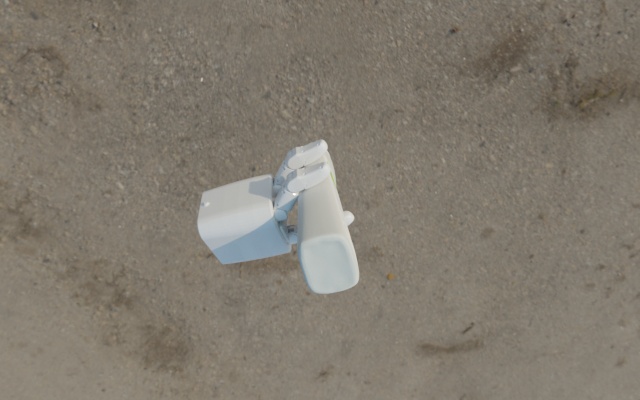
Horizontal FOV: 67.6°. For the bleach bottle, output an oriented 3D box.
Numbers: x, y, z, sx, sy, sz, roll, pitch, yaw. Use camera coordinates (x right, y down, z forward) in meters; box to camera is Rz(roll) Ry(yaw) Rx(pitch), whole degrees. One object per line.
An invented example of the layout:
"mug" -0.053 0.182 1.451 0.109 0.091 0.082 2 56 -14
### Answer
"bleach bottle" 0.000 0.002 0.667 0.068 0.103 0.250 -12 38 4
